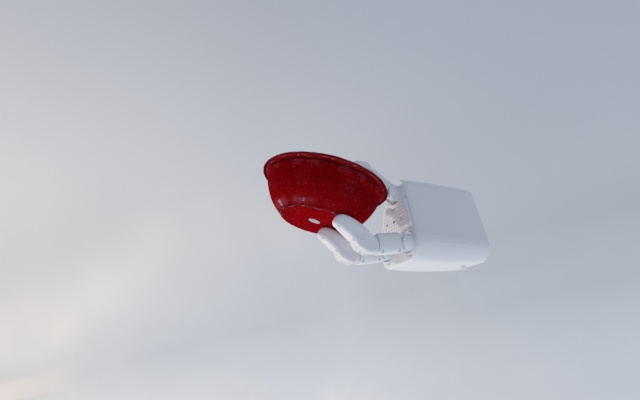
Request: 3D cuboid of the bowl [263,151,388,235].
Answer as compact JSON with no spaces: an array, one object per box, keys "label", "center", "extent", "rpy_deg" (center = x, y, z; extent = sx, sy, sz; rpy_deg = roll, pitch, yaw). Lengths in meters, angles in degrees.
[{"label":"bowl","center":[-0.001,0.002,0.598],"extent":[0.162,0.055,0.162],"rpy_deg":[12,-22,5]}]
